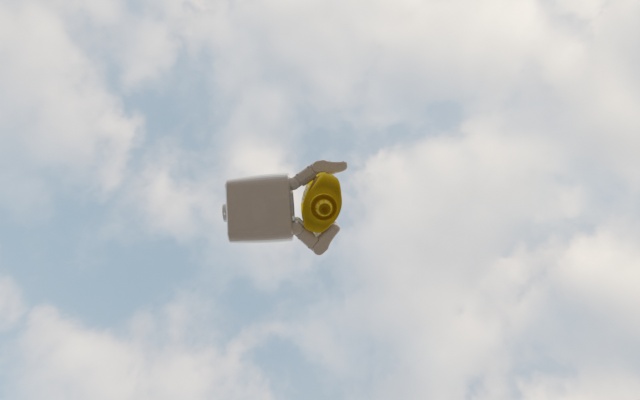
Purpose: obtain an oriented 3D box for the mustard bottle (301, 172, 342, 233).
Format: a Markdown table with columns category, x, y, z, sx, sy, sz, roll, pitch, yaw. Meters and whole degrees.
| category | x | y | z | sx | sy | sz | roll | pitch | yaw |
| --- | --- | --- | --- | --- | --- | --- | --- | --- | --- |
| mustard bottle | 0.000 | 0.003 | 0.783 | 0.058 | 0.096 | 0.191 | 20 | 4 | -5 |
